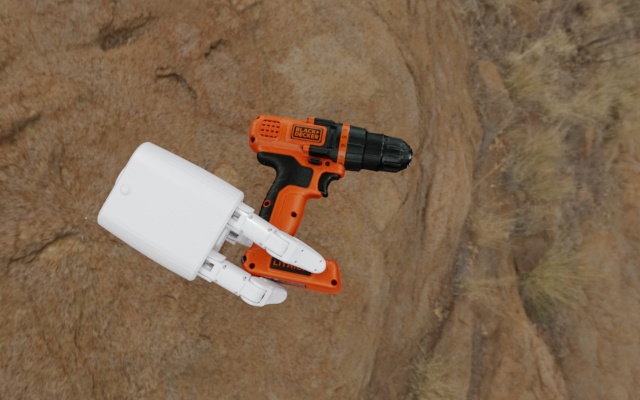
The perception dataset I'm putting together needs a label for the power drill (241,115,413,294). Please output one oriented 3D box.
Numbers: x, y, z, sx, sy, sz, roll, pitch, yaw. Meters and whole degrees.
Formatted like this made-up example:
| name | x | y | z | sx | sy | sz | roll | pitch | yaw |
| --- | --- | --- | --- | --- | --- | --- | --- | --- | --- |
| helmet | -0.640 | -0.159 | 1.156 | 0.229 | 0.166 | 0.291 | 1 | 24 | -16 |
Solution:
| name | x | y | z | sx | sy | sz | roll | pitch | yaw |
| --- | --- | --- | --- | --- | --- | --- | --- | --- | --- |
| power drill | 0.000 | 0.002 | 0.519 | 0.184 | 0.187 | 0.057 | 9 | -18 | 5 |
